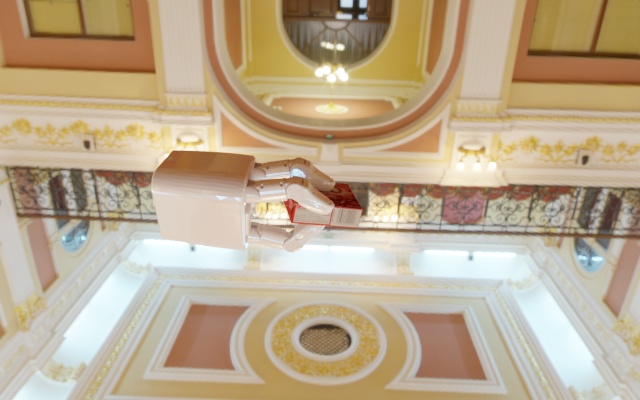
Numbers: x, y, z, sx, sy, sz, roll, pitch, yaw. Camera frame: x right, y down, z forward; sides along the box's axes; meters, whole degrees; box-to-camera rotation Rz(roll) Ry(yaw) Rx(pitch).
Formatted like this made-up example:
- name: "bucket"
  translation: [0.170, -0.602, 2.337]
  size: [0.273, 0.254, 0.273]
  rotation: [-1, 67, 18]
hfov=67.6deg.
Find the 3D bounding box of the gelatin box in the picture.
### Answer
- name: "gelatin box"
  translation: [0.000, 0.002, 0.600]
  size: [0.089, 0.030, 0.073]
  rotation: [5, 25, -15]
